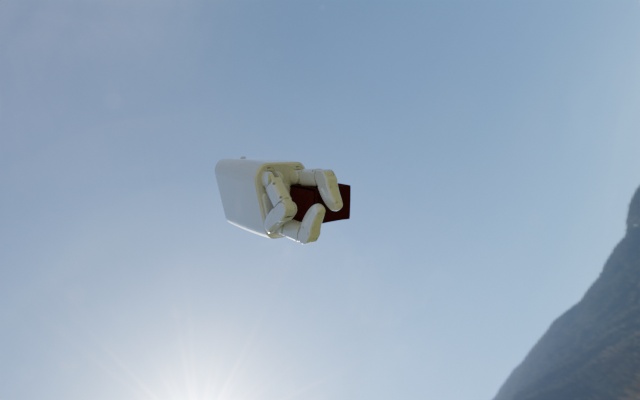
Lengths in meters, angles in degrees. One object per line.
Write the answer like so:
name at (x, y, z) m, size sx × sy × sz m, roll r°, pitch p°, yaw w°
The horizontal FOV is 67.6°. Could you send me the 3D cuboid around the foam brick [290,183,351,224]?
foam brick at (0.000, 0.002, 0.695) m, size 0.051 × 0.053 × 0.078 m, roll 11°, pitch 13°, yaw 43°
